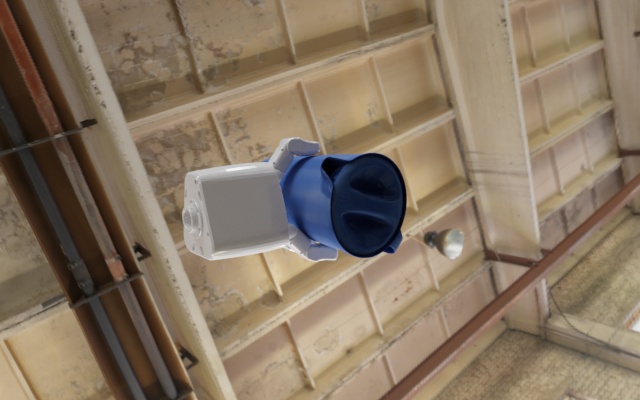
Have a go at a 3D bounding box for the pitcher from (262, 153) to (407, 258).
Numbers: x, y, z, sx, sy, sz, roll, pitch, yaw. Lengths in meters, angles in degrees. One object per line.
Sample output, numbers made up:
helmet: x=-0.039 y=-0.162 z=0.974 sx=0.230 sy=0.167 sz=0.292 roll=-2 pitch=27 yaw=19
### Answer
pitcher: x=0.000 y=0.002 z=0.692 sx=0.145 sy=0.149 sz=0.243 roll=-10 pitch=12 yaw=-36
